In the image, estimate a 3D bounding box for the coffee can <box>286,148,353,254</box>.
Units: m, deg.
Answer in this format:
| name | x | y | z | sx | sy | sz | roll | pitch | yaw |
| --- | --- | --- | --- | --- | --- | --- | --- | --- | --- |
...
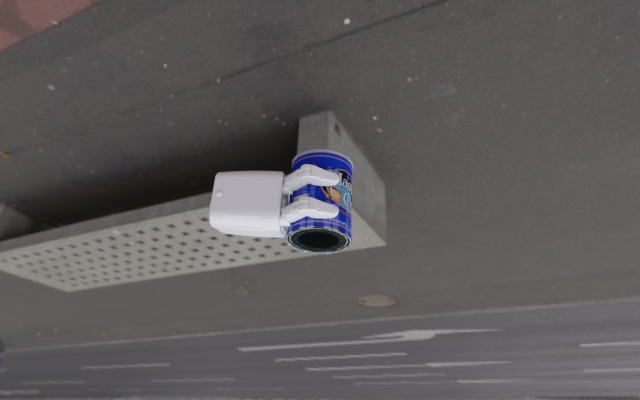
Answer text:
| name | x | y | z | sx | sy | sz | roll | pitch | yaw |
| --- | --- | --- | --- | --- | --- | --- | --- | --- | --- |
| coffee can | 0.000 | 0.002 | 0.768 | 0.103 | 0.140 | 0.103 | 2 | -28 | 1 |
